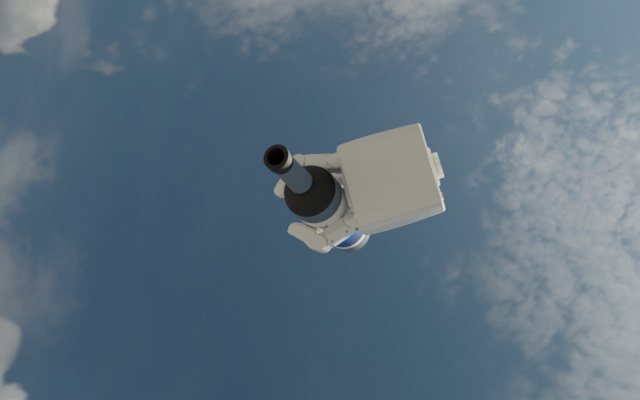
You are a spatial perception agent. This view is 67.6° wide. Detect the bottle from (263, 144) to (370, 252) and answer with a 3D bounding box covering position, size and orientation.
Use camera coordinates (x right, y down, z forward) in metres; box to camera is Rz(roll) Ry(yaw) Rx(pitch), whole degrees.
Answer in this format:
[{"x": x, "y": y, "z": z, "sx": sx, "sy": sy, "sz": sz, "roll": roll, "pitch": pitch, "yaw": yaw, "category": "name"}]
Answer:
[{"x": 0.000, "y": 0.002, "z": 0.607, "sx": 0.069, "sy": 0.069, "sz": 0.296, "roll": 0, "pitch": -18, "yaw": 19, "category": "bottle"}]
